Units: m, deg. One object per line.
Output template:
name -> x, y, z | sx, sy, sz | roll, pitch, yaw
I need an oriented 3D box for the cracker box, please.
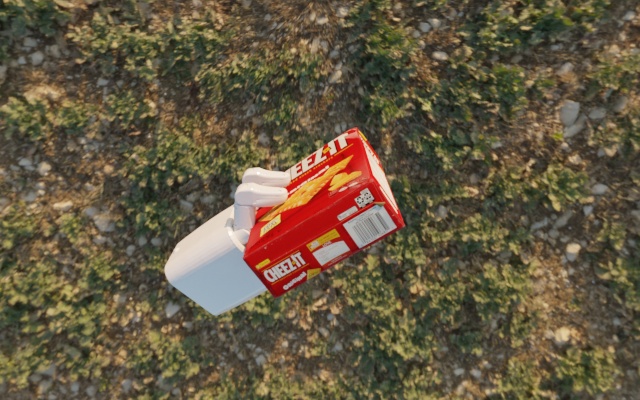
cracker box -> 0.000, 0.002, 0.587 | 0.164, 0.072, 0.213 | -31, 20, 12
